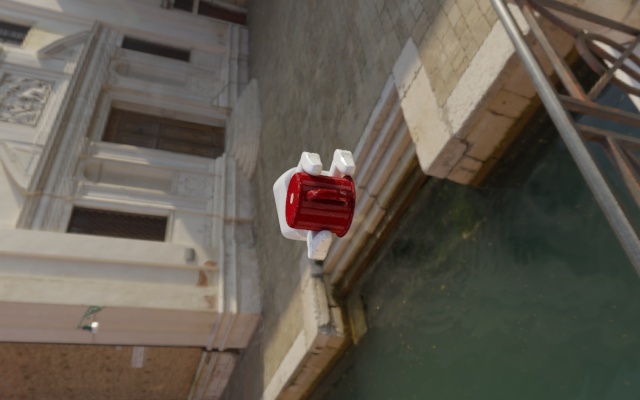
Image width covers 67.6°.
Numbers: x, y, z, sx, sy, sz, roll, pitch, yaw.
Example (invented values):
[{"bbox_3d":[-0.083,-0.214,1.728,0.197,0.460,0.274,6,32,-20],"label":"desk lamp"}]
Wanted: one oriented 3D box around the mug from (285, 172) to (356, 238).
[{"bbox_3d":[0.000,0.002,0.677,0.081,0.093,0.117,7,-9,-17],"label":"mug"}]
